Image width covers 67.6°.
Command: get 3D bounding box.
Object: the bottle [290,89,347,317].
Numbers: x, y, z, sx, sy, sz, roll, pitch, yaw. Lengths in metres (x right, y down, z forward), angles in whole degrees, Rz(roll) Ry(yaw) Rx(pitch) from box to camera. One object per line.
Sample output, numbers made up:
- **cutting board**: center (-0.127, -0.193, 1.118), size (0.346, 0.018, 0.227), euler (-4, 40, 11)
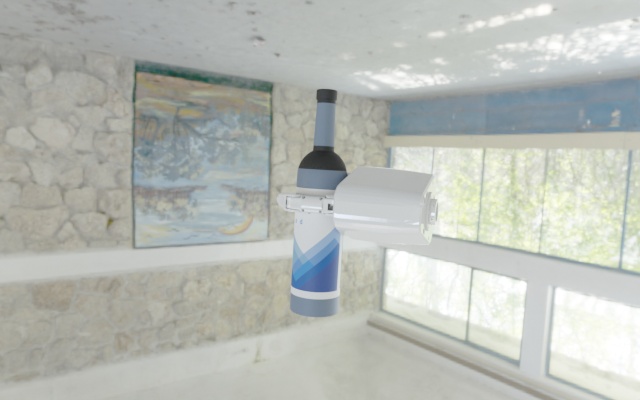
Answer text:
- **bottle**: center (0.000, 0.002, 0.637), size (0.069, 0.296, 0.069), euler (3, 5, 0)
